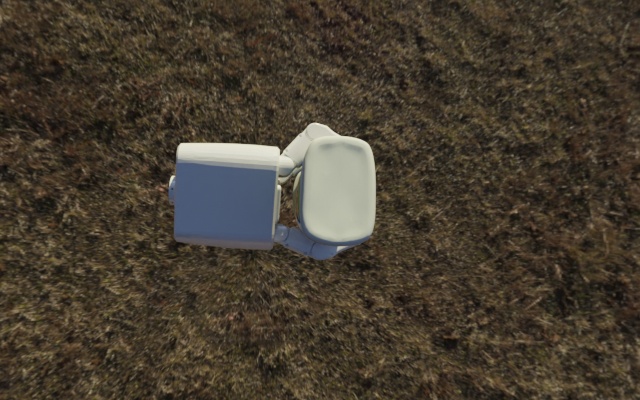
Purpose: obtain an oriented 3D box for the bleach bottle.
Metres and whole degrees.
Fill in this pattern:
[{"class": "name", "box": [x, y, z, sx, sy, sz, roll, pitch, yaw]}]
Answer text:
[{"class": "bleach bottle", "box": [0.000, 0.002, 0.540, 0.068, 0.102, 0.251, 3, -6, -8]}]
